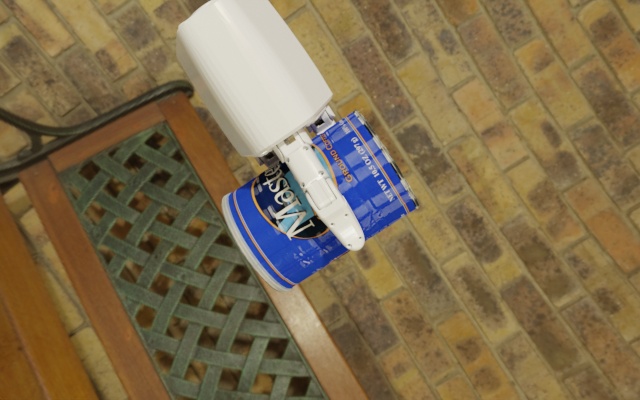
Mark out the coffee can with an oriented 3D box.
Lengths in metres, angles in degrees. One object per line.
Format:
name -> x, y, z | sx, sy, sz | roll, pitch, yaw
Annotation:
coffee can -> 0.000, 0.002, 0.422 | 0.140, 0.103, 0.103 | -33, -4, 6
